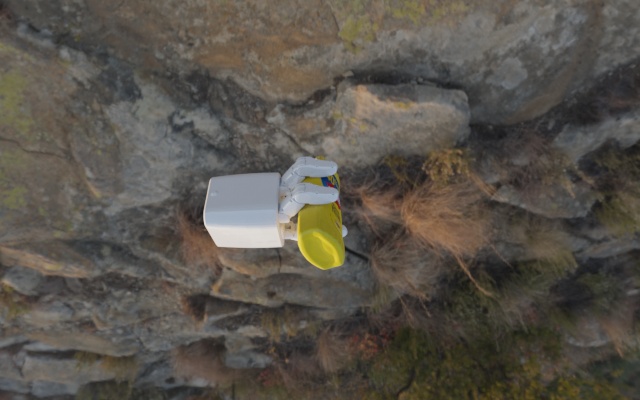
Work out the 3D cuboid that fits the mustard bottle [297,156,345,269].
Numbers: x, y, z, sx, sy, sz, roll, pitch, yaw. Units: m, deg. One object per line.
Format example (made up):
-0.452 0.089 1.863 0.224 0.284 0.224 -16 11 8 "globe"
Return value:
0.000 0.003 0.727 0.058 0.191 0.096 -18 -46 17 "mustard bottle"
